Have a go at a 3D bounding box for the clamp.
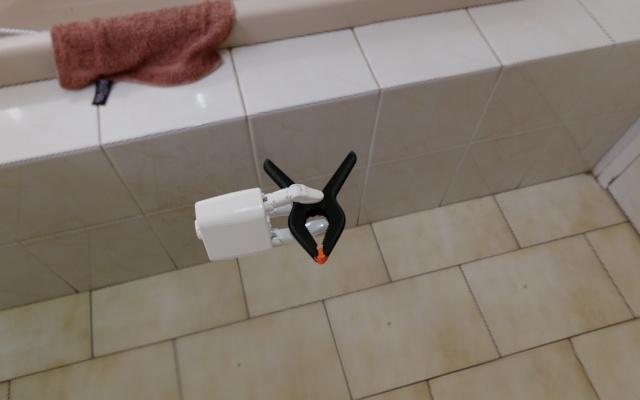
[{"bbox_3d":[0.000,0.003,0.799,0.164,0.209,0.036,-12,-29,-4],"label":"clamp"}]
